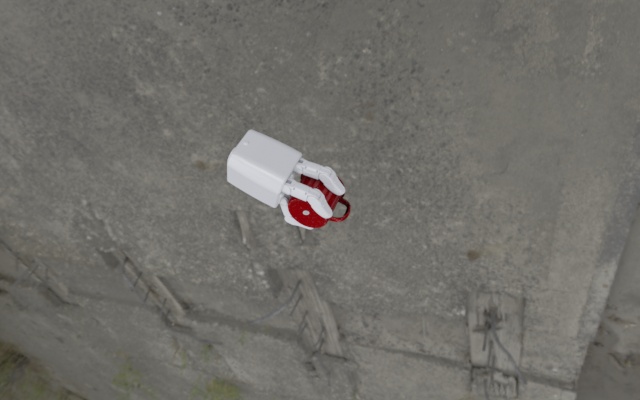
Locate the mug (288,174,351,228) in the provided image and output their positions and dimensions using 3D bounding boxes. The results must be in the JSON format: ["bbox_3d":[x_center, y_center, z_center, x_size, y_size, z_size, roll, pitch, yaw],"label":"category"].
[{"bbox_3d":[0.001,0.004,0.897,0.117,0.081,0.093,27,-37,1],"label":"mug"}]
